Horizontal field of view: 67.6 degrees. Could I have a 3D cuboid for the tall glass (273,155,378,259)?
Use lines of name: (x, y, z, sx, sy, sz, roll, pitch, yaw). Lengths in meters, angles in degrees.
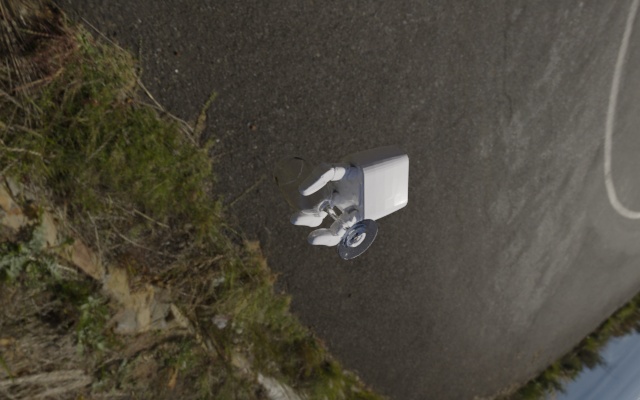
tall glass: (0.000, 0.003, 0.765, 0.079, 0.079, 0.201, 0, 34, -43)
